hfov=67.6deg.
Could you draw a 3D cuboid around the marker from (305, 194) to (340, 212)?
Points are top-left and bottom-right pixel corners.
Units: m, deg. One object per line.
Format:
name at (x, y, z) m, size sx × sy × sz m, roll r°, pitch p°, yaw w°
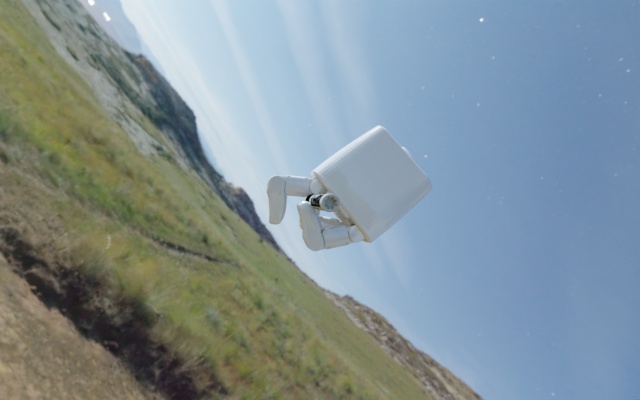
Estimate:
marker at (0.000, 0.002, 0.540) m, size 0.020 × 0.020 × 0.121 m, roll 0°, pitch 1°, yaw -10°
